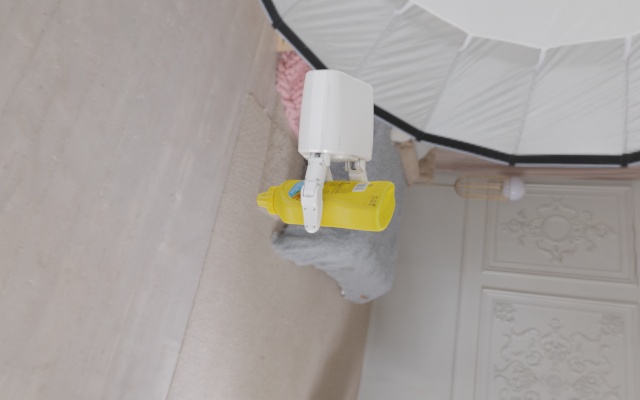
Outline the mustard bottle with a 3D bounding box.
[{"bbox_3d":[0.000,0.003,0.658,0.191,0.058,0.096,3,24,21],"label":"mustard bottle"}]
